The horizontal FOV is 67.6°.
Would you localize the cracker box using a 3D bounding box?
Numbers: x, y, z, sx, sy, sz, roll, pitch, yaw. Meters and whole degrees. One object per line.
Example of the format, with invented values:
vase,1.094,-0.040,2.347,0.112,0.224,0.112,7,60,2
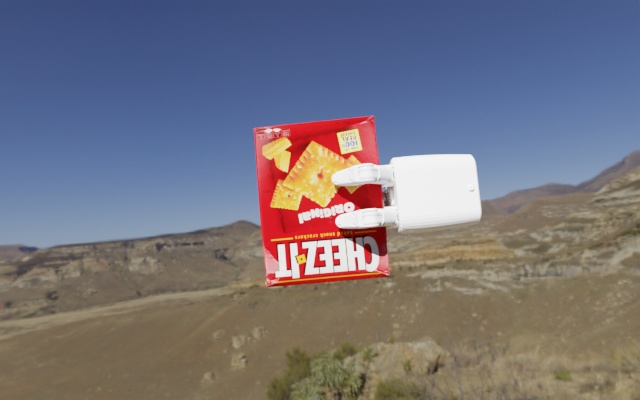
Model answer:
cracker box,0.000,0.002,0.645,0.164,0.213,0.072,-5,-5,0
